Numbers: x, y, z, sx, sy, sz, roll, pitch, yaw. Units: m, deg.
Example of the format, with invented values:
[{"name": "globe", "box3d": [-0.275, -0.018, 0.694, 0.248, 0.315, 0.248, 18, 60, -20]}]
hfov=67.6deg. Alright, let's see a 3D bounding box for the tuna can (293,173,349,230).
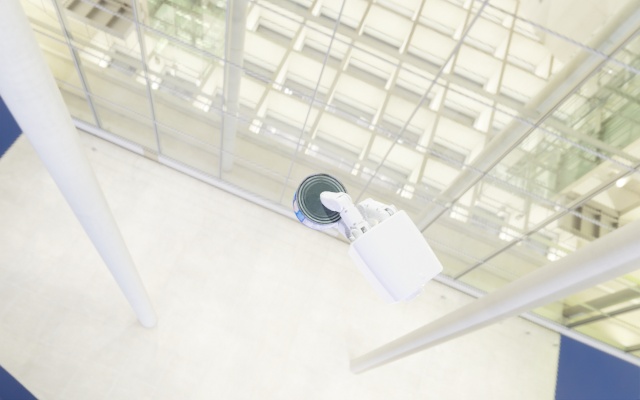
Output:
[{"name": "tuna can", "box3d": [0.000, 0.003, 0.750, 0.086, 0.086, 0.034, 0, -20, -16]}]
